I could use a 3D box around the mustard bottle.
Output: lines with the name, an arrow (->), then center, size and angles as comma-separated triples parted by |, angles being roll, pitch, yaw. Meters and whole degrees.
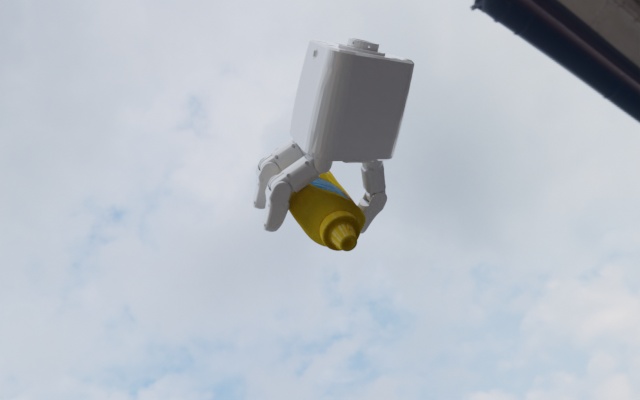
mustard bottle -> 0.000, 0.002, 0.540 | 0.096, 0.058, 0.191 | 30, 12, -28
